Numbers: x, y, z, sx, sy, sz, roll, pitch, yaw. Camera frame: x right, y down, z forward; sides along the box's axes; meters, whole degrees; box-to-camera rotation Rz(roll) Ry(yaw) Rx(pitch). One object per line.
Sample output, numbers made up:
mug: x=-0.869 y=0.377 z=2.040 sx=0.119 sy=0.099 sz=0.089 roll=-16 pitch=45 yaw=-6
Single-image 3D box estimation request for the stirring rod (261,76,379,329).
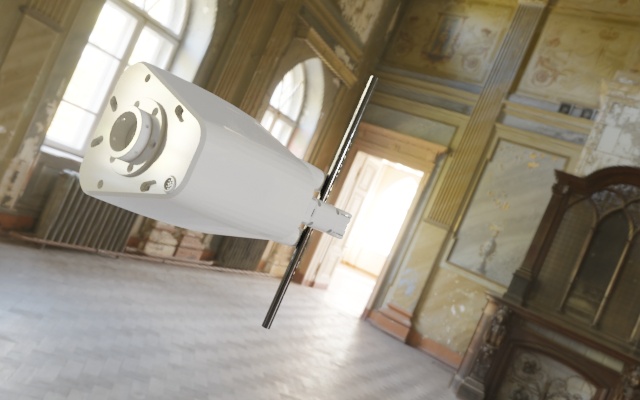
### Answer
stirring rod: x=0.000 y=0.001 z=0.422 sx=0.011 sy=0.239 sz=0.011 roll=24 pitch=-1 yaw=0
